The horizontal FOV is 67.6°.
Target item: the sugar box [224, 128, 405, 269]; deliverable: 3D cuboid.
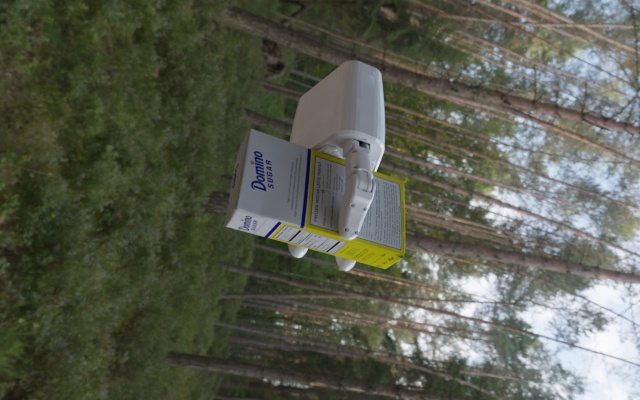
[{"bbox_3d":[0.000,0.002,0.475,0.176,0.093,0.048,16,-34,-18],"label":"sugar box"}]
